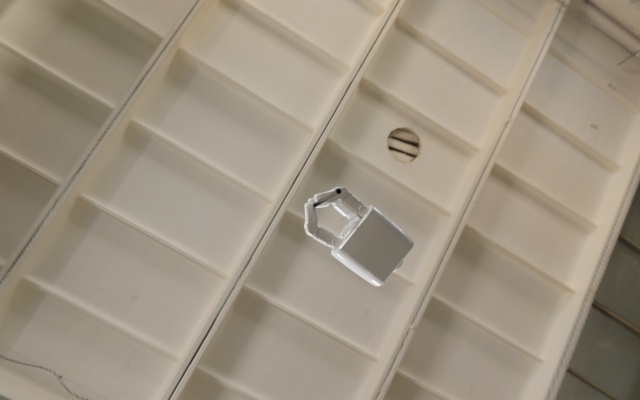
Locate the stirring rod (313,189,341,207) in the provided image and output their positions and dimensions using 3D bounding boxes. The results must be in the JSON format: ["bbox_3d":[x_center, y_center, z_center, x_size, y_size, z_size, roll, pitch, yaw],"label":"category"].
[{"bbox_3d":[0.000,0.003,0.820,0.011,0.011,0.239,0,-8,-13],"label":"stirring rod"}]
